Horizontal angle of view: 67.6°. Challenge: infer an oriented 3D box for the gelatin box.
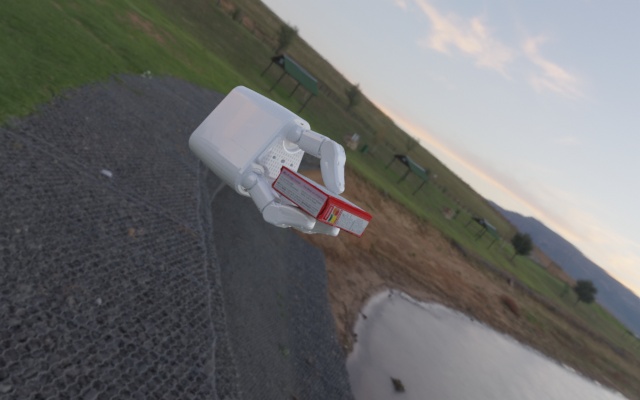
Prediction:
[{"bbox_3d":[0.001,0.001,0.511,0.073,0.030,0.089,25,6,-45],"label":"gelatin box"}]
